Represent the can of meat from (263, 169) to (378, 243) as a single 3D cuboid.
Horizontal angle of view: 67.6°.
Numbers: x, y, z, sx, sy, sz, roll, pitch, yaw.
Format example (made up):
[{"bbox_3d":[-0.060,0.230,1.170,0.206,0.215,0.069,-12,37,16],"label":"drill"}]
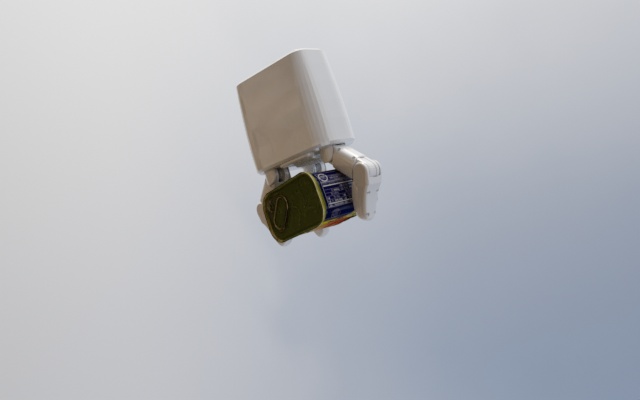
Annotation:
[{"bbox_3d":[0.000,0.002,0.518,0.084,0.057,0.102,-13,-9,-39],"label":"can of meat"}]
